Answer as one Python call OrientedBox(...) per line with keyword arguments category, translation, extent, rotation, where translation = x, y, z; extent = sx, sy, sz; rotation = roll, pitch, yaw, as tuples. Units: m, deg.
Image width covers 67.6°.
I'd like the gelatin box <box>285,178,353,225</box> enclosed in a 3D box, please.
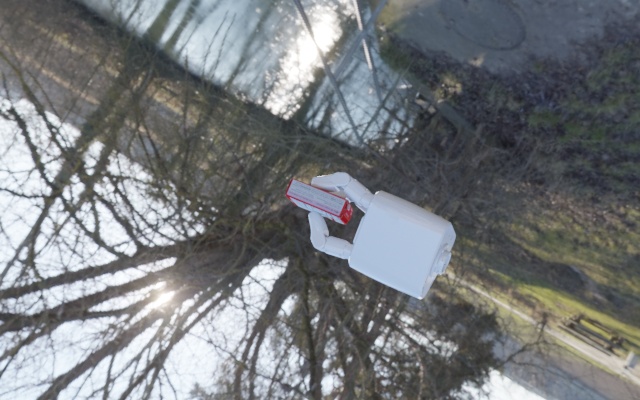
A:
OrientedBox(category="gelatin box", translation=(0.000, 0.003, 0.688), extent=(0.089, 0.030, 0.073), rotation=(21, -7, 12))
